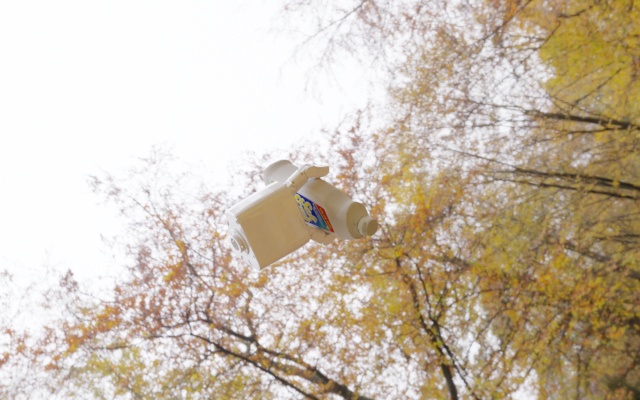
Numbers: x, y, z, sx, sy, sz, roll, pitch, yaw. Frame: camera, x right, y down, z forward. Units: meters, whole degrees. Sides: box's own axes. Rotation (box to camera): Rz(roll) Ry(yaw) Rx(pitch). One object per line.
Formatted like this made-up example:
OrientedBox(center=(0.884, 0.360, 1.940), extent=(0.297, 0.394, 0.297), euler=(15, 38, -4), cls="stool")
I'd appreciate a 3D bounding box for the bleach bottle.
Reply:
OrientedBox(center=(0.000, 0.003, 0.844), extent=(0.068, 0.103, 0.250), euler=(-32, 35, -29), cls="bleach bottle")
